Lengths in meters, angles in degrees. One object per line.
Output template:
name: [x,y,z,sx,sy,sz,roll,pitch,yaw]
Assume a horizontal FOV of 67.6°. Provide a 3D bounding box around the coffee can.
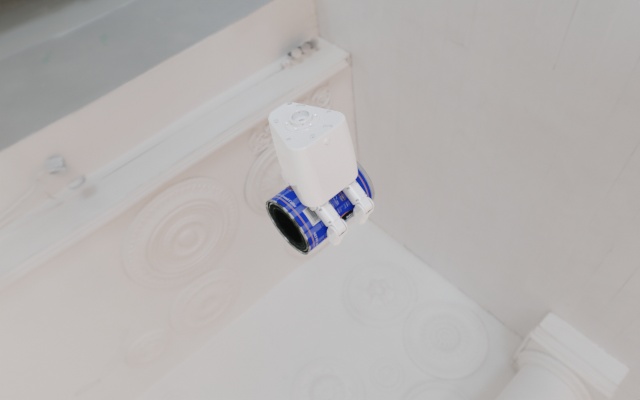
coffee can: [0.000,0.002,0.751,0.140,0.103,0.103,-38,15,-21]
